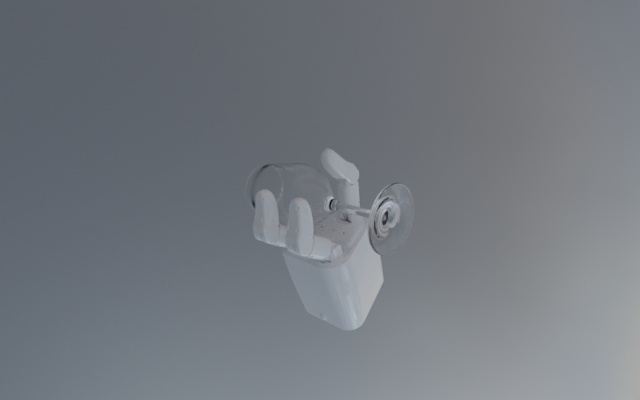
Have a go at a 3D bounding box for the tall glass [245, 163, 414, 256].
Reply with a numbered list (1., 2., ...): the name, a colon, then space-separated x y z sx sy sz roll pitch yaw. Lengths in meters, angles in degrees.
1. tall glass: 0.001 0.002 0.538 0.201 0.079 0.079 14 10 42
